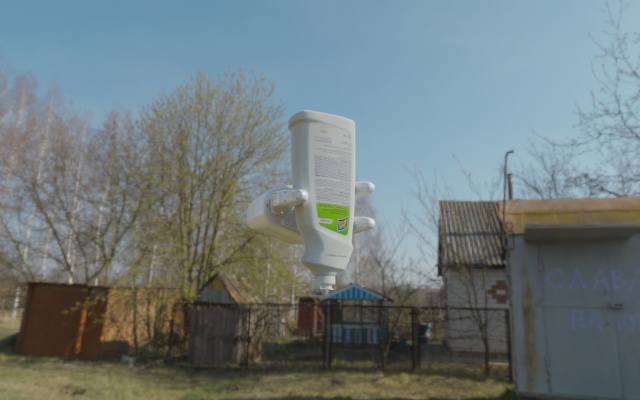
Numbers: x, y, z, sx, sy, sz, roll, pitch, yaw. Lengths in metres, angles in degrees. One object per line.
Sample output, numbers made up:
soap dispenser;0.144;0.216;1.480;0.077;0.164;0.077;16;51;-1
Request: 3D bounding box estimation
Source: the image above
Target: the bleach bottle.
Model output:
bleach bottle;0.000;0.002;0.695;0.102;0.250;0.068;7;-12;-25
